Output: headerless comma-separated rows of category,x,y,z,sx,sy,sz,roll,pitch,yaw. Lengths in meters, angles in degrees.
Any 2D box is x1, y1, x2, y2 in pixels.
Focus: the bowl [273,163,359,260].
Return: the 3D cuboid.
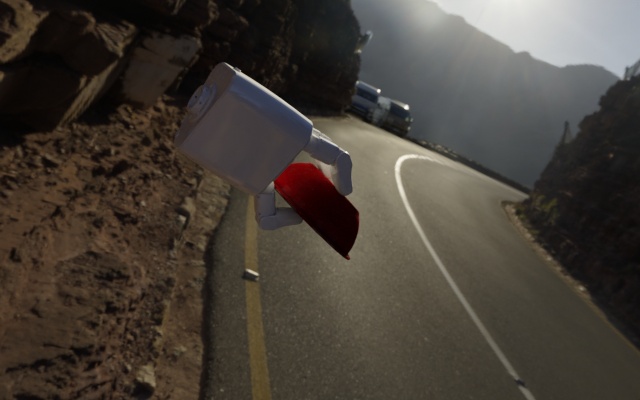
bowl,0.001,0.002,0.628,0.055,0.162,0.162,-44,-1,1
